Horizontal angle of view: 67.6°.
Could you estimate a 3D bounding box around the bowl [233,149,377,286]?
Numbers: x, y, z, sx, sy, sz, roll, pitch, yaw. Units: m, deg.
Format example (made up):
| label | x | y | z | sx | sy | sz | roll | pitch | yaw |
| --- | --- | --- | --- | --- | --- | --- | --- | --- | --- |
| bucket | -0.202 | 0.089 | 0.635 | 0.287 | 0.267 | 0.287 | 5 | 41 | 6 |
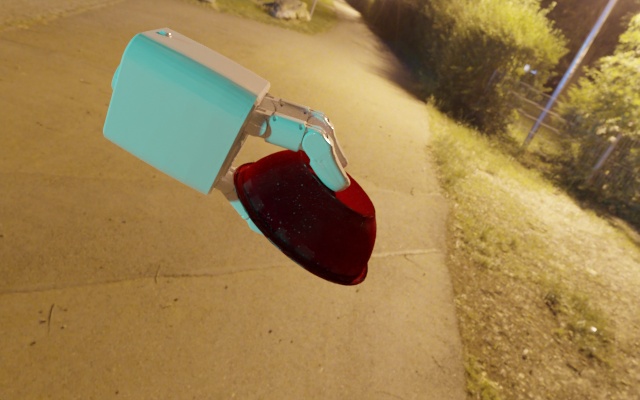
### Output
| label | x | y | z | sx | sy | sz | roll | pitch | yaw |
| --- | --- | --- | --- | --- | --- | --- | --- | --- | --- |
| bowl | 0.001 | 0.002 | 0.451 | 0.162 | 0.055 | 0.162 | 36 | 20 | -15 |
